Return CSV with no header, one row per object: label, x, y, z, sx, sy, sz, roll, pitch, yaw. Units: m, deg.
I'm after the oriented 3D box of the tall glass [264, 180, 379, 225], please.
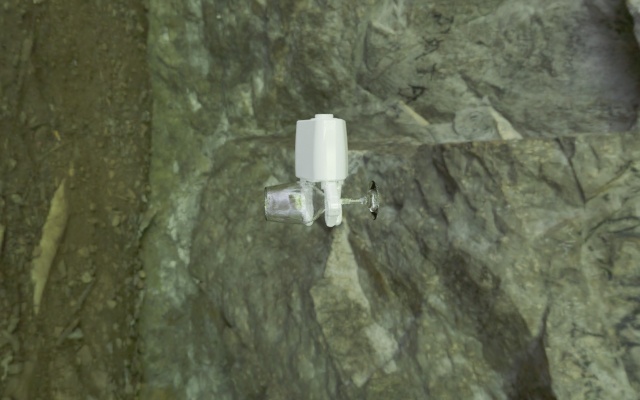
tall glass,0.001,0.003,0.867,0.201,0.079,0.079,-2,0,-10
